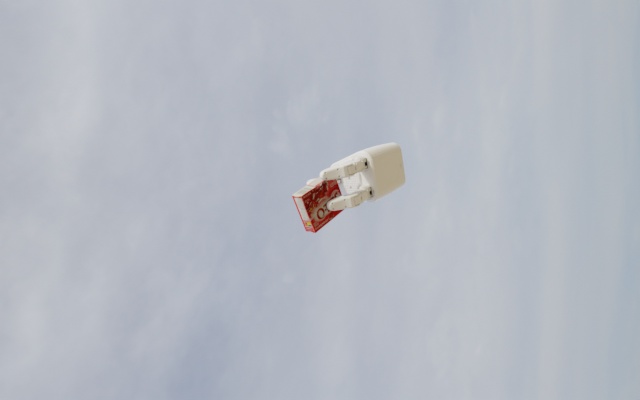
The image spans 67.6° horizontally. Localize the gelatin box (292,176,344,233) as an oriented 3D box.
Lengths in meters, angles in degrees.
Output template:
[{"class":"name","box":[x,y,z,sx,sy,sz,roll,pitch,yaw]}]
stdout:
[{"class":"gelatin box","box":[0.000,0.003,0.838,0.030,0.073,0.089,6,33,47]}]
